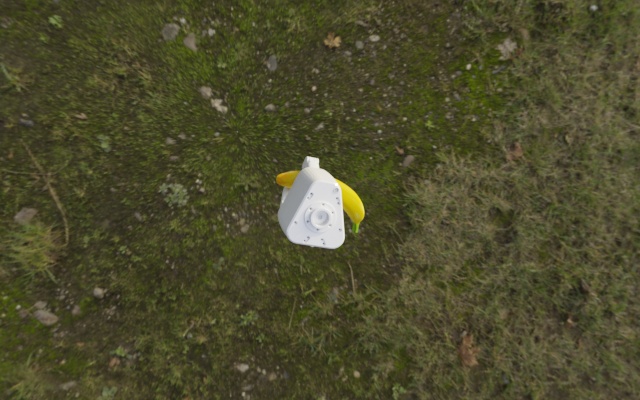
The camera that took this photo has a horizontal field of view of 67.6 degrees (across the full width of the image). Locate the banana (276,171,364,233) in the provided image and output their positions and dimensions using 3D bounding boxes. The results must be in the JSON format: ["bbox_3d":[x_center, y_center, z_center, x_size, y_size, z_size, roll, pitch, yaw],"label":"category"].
[{"bbox_3d":[0.014,-0.010,0.889,0.198,0.069,0.037,34,9,-19],"label":"banana"}]
